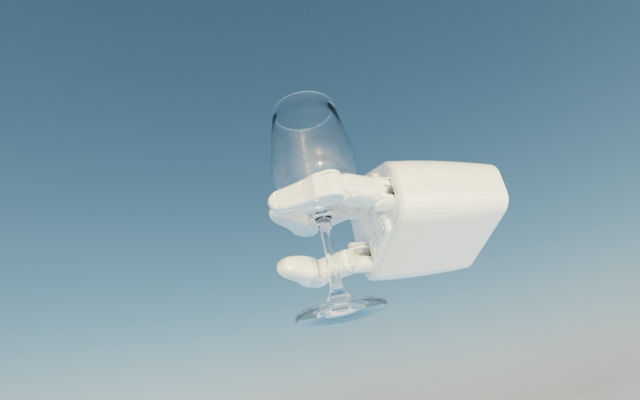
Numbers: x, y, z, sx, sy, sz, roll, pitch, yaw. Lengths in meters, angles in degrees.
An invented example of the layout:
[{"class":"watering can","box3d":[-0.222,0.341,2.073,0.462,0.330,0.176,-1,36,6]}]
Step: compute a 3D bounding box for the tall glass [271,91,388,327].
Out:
[{"class":"tall glass","box3d":[0.000,0.002,0.419,0.079,0.201,0.079,-9,-26,-4]}]
